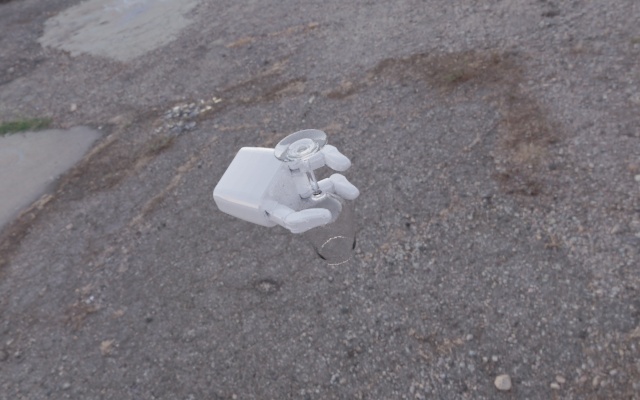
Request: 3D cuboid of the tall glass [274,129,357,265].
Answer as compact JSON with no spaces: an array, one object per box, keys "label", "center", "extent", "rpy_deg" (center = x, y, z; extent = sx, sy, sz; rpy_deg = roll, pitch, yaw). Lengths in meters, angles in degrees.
[{"label":"tall glass","center":[0.000,0.002,0.687],"extent":[0.079,0.201,0.079],"rpy_deg":[-13,37,10]}]
